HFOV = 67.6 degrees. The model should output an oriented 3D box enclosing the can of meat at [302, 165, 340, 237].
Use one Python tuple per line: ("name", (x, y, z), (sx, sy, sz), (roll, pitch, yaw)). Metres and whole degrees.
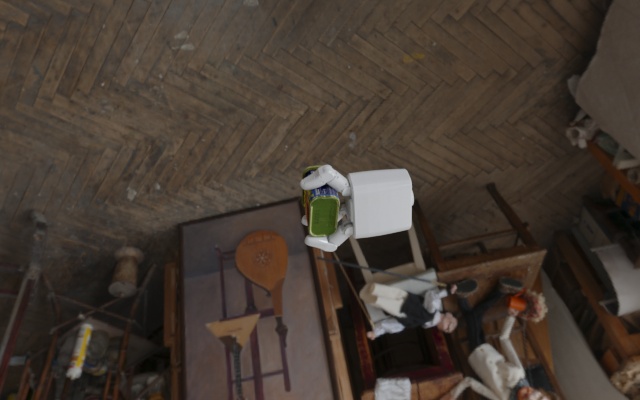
("can of meat", (0.000, 0.003, 0.853), (0.057, 0.102, 0.083), (-4, 43, -8))
